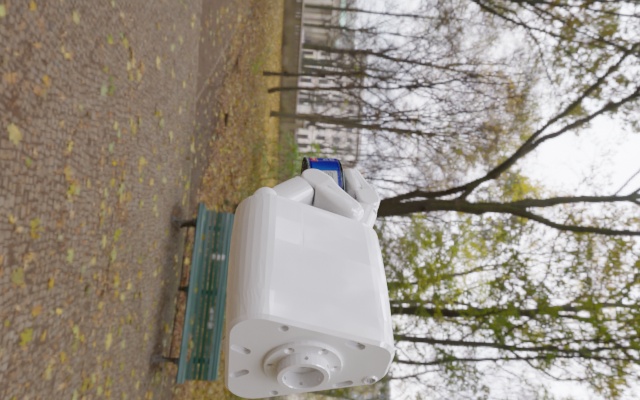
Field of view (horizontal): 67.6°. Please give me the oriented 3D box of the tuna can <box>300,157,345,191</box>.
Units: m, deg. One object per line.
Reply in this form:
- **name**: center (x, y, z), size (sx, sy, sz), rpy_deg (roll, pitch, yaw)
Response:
- **tuna can**: center (0.001, 0.001, 0.457), size (0.034, 0.086, 0.086), rpy_deg (0, 0, -7)
